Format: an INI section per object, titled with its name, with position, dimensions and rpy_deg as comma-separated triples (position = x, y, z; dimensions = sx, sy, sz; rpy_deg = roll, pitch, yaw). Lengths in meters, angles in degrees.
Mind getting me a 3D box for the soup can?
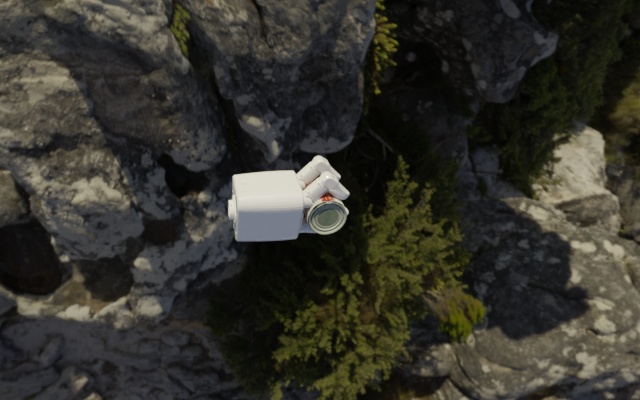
[soup can]
position = 0.001, 0.003, 0.821
dimensions = 0.068, 0.068, 0.102
rpy_deg = 0, 33, -17
